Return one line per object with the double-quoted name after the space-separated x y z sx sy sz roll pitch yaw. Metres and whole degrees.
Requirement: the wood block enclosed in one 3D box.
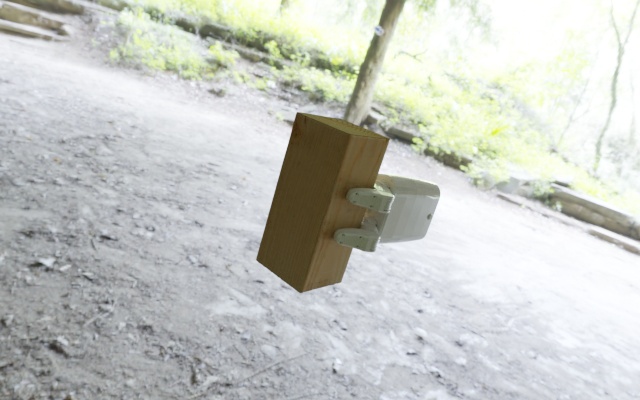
0.000 0.002 0.617 0.090 0.206 0.090 29 21 36 "wood block"
